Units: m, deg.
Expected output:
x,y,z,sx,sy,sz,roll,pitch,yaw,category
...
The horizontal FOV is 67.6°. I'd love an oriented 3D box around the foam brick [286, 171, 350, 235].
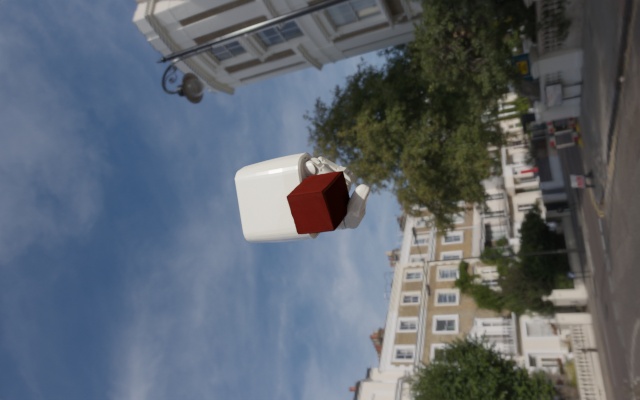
x,y,z,sx,sy,sz,roll,pitch,yaw,category
0.000,0.002,0.597,0.051,0.053,0.078,-7,19,23,foam brick
